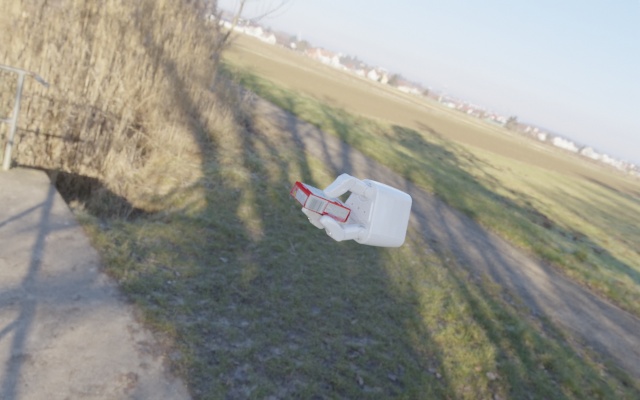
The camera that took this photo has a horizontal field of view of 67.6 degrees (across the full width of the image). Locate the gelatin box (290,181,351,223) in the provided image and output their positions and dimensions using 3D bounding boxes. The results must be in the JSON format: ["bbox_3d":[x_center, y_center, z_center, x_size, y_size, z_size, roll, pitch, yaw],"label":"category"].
[{"bbox_3d":[0.000,0.002,0.837,0.089,0.030,0.073,21,11,-28],"label":"gelatin box"}]
